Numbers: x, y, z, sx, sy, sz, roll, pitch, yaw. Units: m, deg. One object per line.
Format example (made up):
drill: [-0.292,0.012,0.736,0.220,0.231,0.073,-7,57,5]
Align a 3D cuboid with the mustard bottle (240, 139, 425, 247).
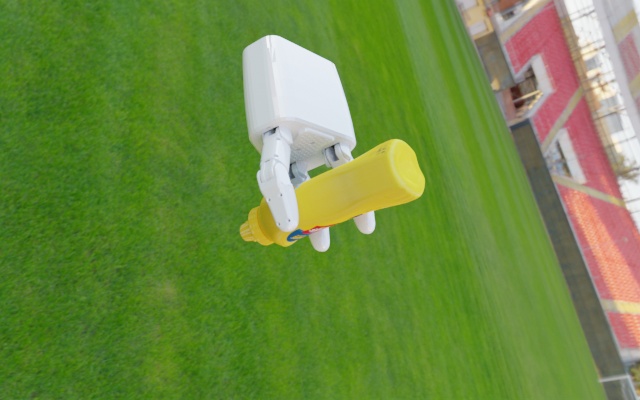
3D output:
mustard bottle: [0.000,0.002,0.467,0.191,0.058,0.096,-22,-2,24]
